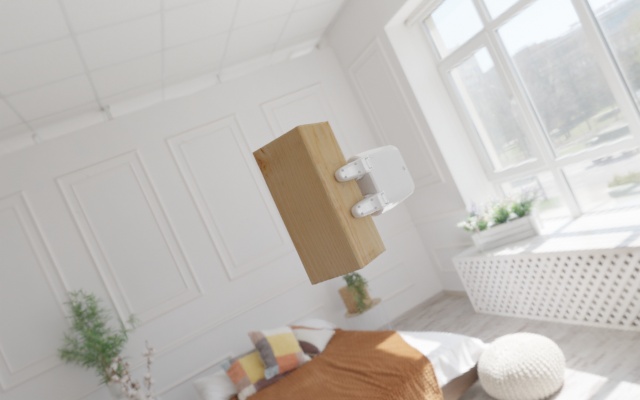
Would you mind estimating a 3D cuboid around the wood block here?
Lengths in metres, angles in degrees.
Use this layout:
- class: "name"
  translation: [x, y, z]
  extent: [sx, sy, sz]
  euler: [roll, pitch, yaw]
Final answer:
- class: "wood block"
  translation: [0.000, 0.002, 0.684]
  extent: [0.091, 0.206, 0.090]
  euler: [-25, -1, 33]
